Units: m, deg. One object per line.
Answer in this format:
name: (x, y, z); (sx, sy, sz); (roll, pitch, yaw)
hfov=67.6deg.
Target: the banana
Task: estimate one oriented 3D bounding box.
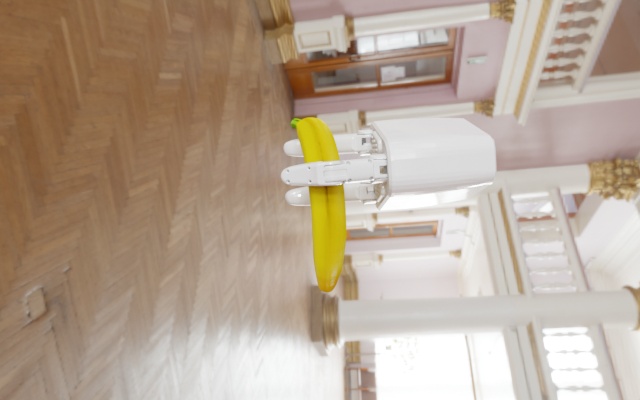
banana: (0.003, -0.006, 0.494); (0.037, 0.197, 0.070); (-5, -14, -12)
